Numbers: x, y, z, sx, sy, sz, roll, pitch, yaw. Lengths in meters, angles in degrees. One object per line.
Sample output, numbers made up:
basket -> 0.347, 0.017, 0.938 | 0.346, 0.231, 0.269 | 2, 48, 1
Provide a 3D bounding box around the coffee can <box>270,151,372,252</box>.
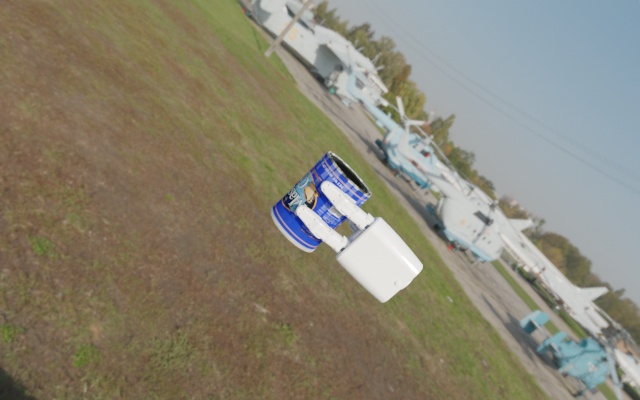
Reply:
coffee can -> 0.000, 0.003, 0.797 | 0.140, 0.103, 0.103 | -44, -13, 13
